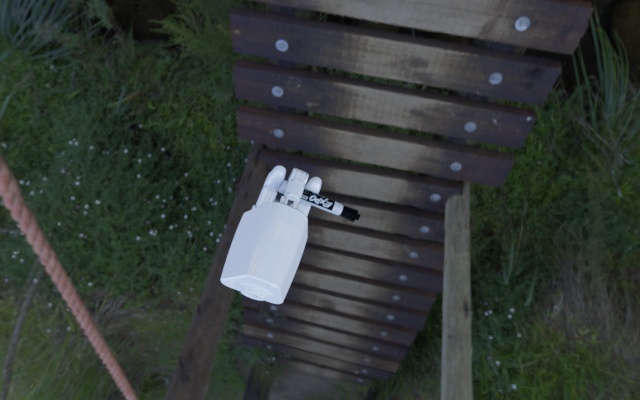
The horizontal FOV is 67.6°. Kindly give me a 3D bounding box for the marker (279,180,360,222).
[{"bbox_3d":[0.000,0.002,0.678,0.121,0.020,0.020,22,-4,-9],"label":"marker"}]
